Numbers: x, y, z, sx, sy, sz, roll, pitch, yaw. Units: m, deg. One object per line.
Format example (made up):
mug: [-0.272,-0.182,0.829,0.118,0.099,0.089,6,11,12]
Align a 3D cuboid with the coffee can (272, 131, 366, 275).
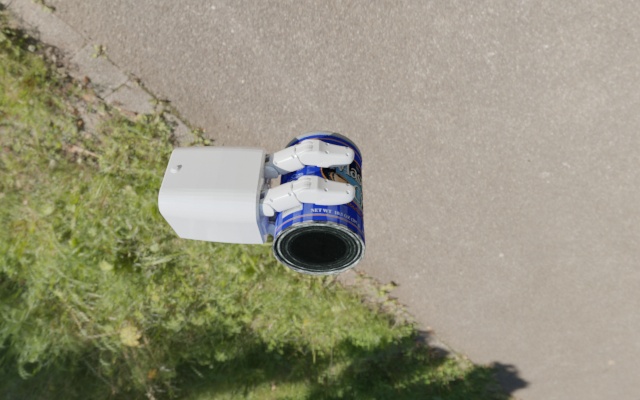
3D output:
coffee can: [0.000,0.002,0.567,0.103,0.140,0.103,1,-40,1]
